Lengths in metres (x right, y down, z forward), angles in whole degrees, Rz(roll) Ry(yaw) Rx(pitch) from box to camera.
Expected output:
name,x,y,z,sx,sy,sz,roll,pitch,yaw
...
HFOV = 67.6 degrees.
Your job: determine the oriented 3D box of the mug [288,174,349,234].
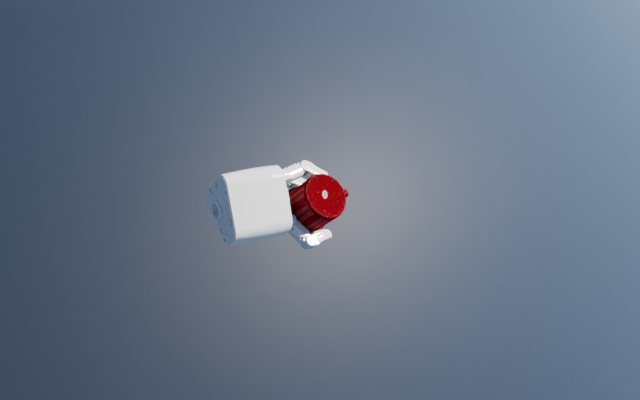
name,x,y,z,sx,sy,sz,roll,pitch,yaw
mug,0.001,0.002,0.831,0.117,0.093,0.081,-13,-13,-35
